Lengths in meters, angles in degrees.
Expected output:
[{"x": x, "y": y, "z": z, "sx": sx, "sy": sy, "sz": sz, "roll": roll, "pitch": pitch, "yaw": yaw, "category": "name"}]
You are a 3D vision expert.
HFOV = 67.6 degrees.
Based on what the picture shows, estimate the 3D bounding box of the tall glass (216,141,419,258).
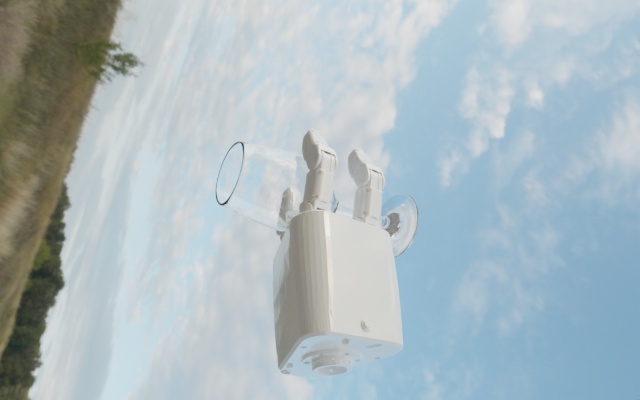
[{"x": 0.001, "y": 0.002, "z": 0.482, "sx": 0.201, "sy": 0.079, "sz": 0.079, "roll": 18, "pitch": -9, "yaw": -28, "category": "tall glass"}]
